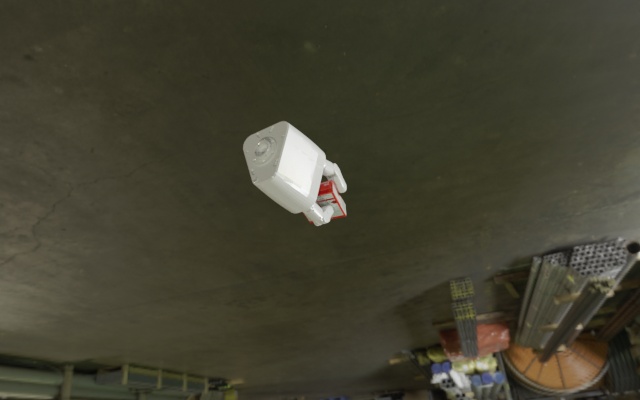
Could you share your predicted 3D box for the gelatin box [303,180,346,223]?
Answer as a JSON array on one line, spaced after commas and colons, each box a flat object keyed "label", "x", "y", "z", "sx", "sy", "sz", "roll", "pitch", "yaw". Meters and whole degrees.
[{"label": "gelatin box", "x": 0.000, "y": 0.003, "z": 0.878, "sx": 0.073, "sy": 0.030, "sz": 0.089, "roll": -12, "pitch": -35, "yaw": 15}]
